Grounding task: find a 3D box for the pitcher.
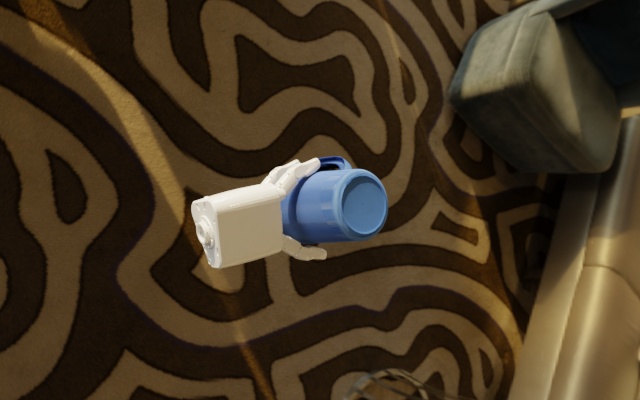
[{"bbox_3d":[0.000,0.003,0.803,0.145,0.149,0.243,-13,5,-35],"label":"pitcher"}]
